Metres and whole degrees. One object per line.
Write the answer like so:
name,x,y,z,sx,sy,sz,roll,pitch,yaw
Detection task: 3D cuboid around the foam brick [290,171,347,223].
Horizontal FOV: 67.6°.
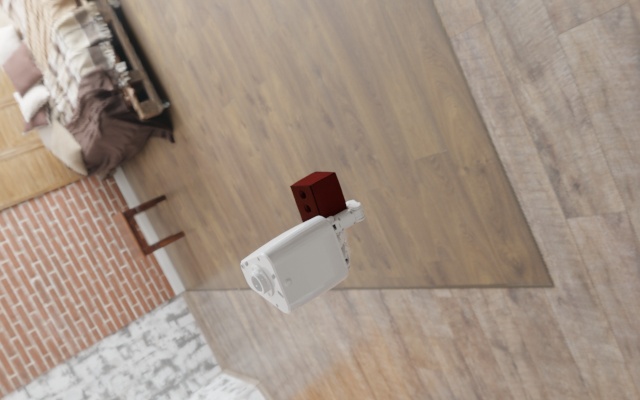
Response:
foam brick,0.000,0.002,0.699,0.051,0.078,0.053,-29,18,-31
